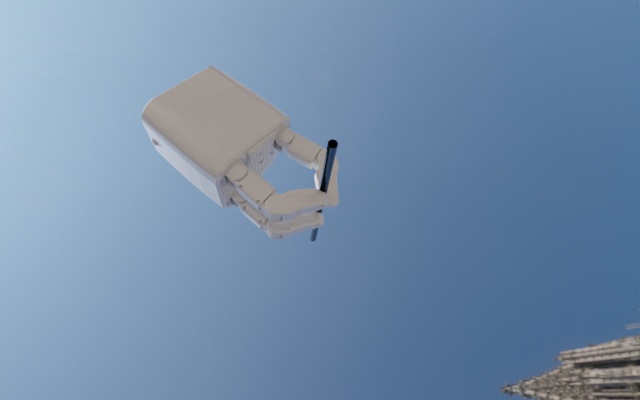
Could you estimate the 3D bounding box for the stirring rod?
[{"bbox_3d":[0.000,0.001,0.480,0.011,0.011,0.240,0,-22,-5],"label":"stirring rod"}]
